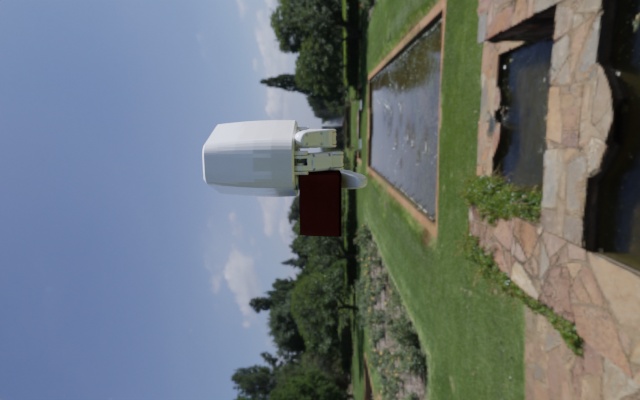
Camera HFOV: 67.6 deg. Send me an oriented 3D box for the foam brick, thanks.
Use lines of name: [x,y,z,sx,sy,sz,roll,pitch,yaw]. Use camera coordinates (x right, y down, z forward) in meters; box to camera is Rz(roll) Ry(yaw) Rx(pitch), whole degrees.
foam brick: [0.000,0.002,0.597,0.051,0.078,0.053,-1,9,0]
